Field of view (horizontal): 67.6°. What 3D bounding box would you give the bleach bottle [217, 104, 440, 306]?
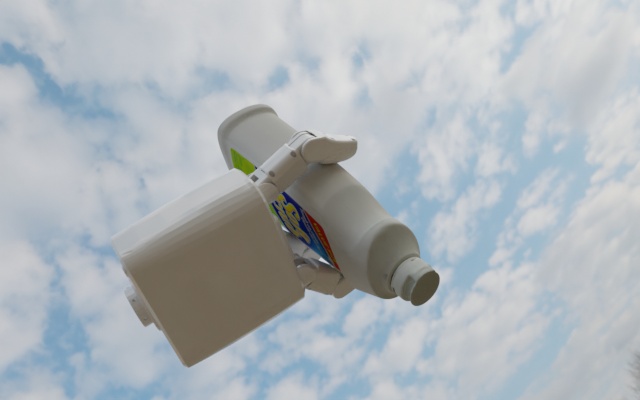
[{"bbox_3d":[0.000,0.001,0.411,0.068,0.103,0.250,-31,41,-20],"label":"bleach bottle"}]
